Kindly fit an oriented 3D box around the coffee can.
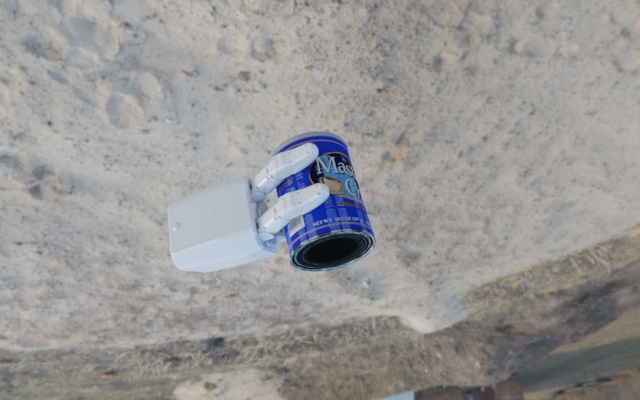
[{"bbox_3d":[0.000,0.002,0.585,0.103,0.140,0.103,-11,-30,-6],"label":"coffee can"}]
